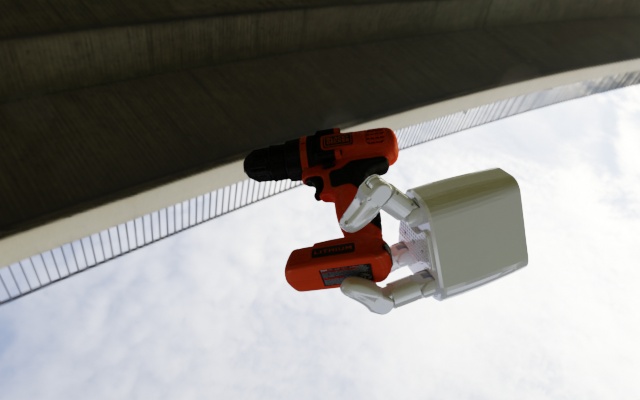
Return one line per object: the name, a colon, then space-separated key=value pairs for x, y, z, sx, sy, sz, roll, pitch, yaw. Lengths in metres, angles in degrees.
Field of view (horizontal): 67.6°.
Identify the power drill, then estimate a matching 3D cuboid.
power drill: x=0.000 y=0.002 z=0.519 sx=0.184 sy=0.187 sz=0.057 roll=-9 pitch=-36 yaw=10
